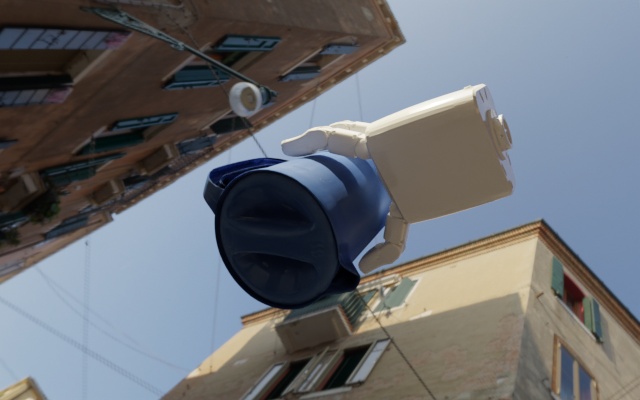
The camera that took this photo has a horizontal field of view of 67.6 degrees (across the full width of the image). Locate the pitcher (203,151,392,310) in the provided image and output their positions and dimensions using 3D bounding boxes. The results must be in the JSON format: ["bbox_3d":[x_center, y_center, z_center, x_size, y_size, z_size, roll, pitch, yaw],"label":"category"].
[{"bbox_3d":[0.000,0.002,0.527,0.145,0.149,0.242,-18,6,31],"label":"pitcher"}]
